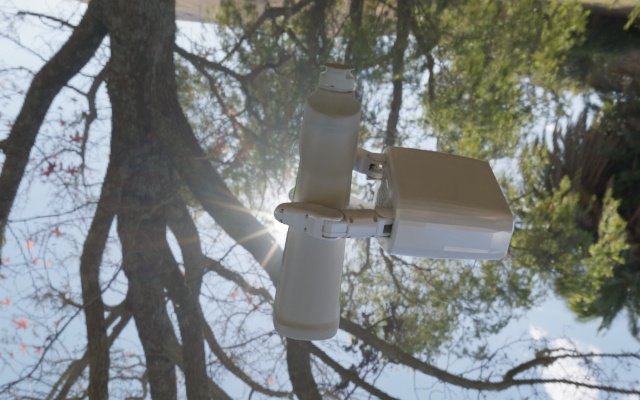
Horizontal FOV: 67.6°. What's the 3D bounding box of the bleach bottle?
[{"bbox_3d":[0.000,0.001,0.453,0.068,0.251,0.102,6,23,-3],"label":"bleach bottle"}]
